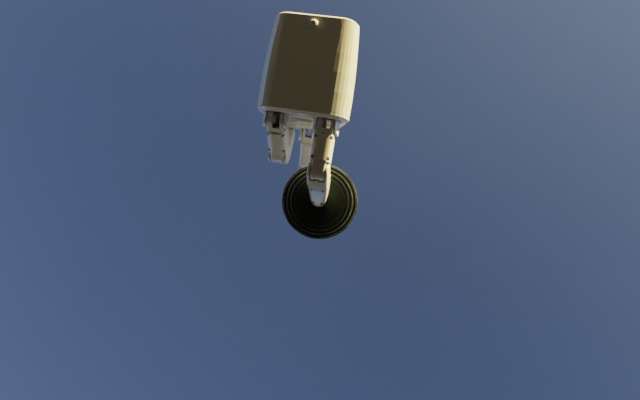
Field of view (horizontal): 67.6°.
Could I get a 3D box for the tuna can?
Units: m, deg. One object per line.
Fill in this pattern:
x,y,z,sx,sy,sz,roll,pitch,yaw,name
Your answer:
0.000,0.002,0.555,0.086,0.086,0.034,0,-4,4,tuna can
